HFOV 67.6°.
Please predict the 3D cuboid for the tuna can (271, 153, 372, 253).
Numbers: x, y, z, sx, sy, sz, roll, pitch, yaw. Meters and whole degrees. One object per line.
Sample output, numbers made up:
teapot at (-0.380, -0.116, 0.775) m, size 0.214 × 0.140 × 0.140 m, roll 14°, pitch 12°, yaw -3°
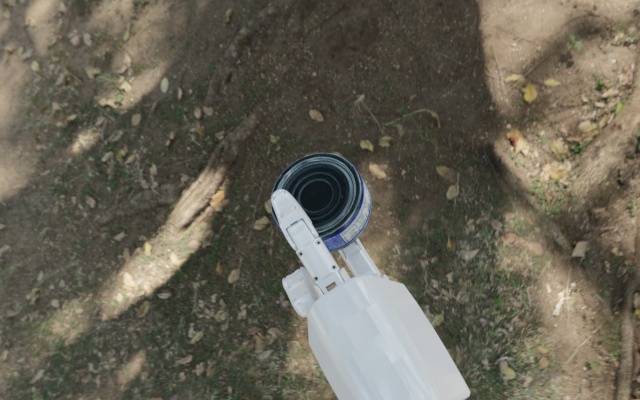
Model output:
tuna can at (0.000, 0.001, 0.420) m, size 0.086 × 0.086 × 0.034 m, roll 0°, pitch -25°, yaw 21°
